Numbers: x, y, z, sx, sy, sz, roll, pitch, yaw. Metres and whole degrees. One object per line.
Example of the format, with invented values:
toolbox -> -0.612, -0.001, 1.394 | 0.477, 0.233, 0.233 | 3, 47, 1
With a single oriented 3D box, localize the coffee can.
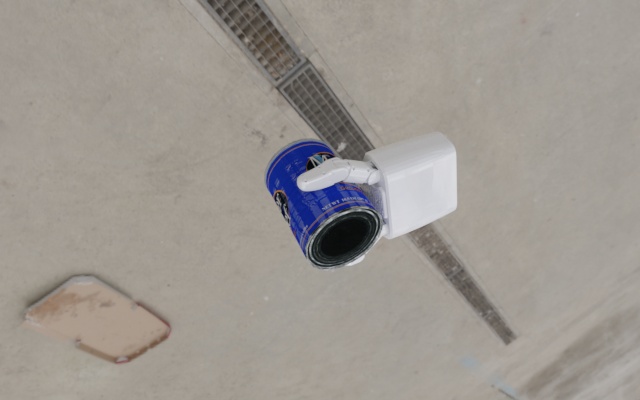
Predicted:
coffee can -> 0.000, 0.002, 0.606 | 0.103, 0.103, 0.140 | 0, 40, -33
